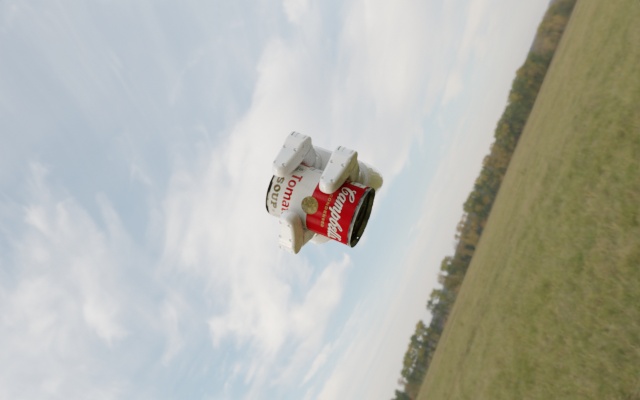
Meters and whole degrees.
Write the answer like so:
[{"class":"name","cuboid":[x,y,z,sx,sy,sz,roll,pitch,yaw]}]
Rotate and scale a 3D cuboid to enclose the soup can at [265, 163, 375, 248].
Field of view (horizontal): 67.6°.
[{"class":"soup can","cuboid":[0.000,0.002,0.520,0.102,0.068,0.068,21,6,17]}]
